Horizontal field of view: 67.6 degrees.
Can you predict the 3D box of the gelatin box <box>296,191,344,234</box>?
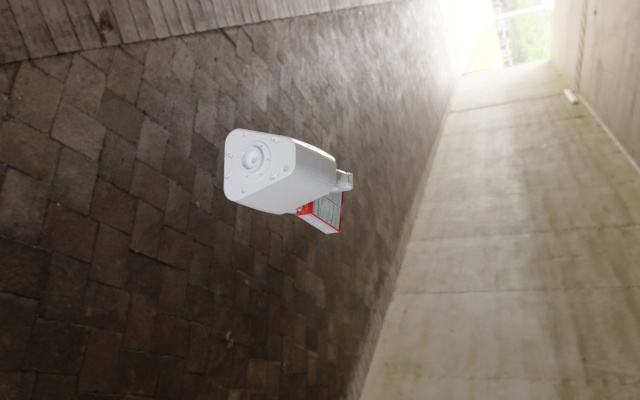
[{"bbox_3d":[0.001,0.002,0.728,0.030,0.073,0.089,-9,-26,32],"label":"gelatin box"}]
